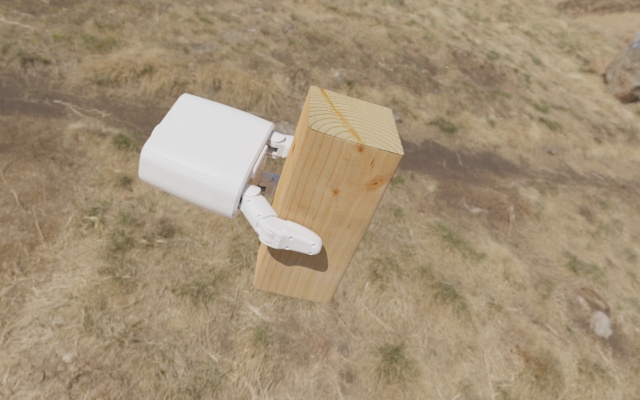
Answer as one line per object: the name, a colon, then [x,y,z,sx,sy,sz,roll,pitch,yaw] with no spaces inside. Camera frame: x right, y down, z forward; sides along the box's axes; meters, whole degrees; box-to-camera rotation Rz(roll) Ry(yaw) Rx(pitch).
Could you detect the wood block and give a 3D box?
wood block: [0.000,0.002,0.502,0.090,0.206,0.090,14,36,-11]
